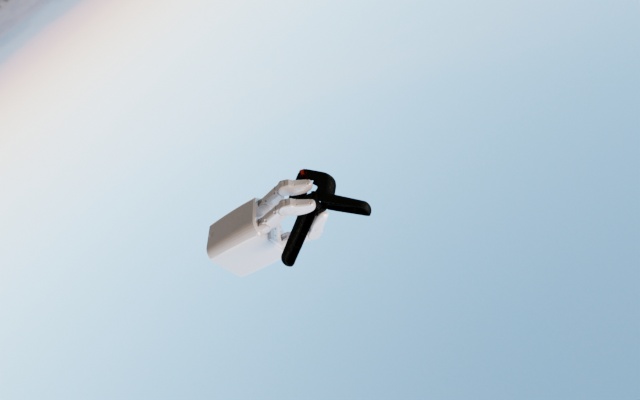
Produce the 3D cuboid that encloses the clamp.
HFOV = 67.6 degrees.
[{"bbox_3d":[0.000,0.003,0.811,0.164,0.036,0.209,-29,35,15],"label":"clamp"}]
